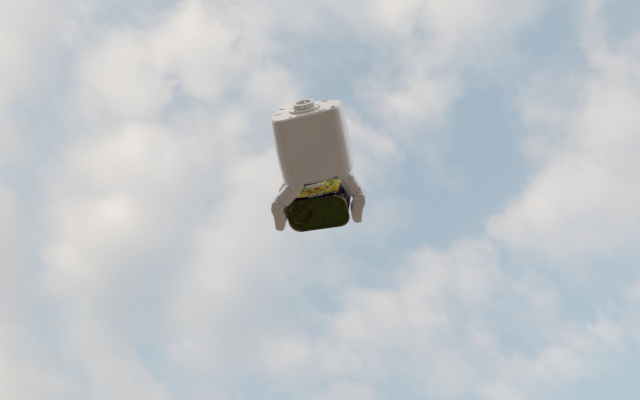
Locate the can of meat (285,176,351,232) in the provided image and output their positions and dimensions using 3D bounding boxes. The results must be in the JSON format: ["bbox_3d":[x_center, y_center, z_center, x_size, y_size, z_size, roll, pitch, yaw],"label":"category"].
[{"bbox_3d":[0.000,0.002,0.796,0.102,0.057,0.084,-9,27,13],"label":"can of meat"}]
